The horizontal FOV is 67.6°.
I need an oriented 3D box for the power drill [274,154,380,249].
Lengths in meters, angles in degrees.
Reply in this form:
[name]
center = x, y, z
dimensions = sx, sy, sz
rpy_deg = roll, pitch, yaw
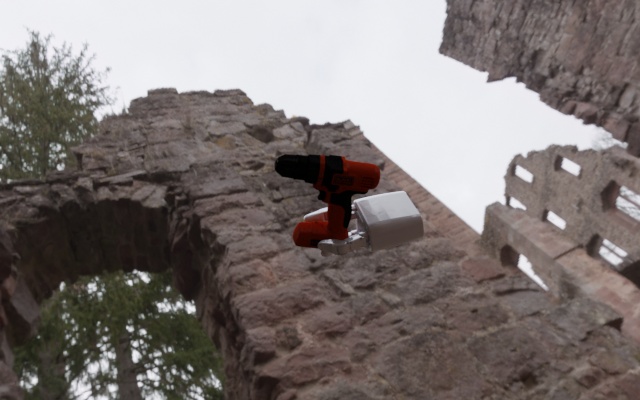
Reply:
[power drill]
center = 0.000, 0.003, 0.862
dimensions = 0.184, 0.188, 0.057
rpy_deg = 8, 38, -8
